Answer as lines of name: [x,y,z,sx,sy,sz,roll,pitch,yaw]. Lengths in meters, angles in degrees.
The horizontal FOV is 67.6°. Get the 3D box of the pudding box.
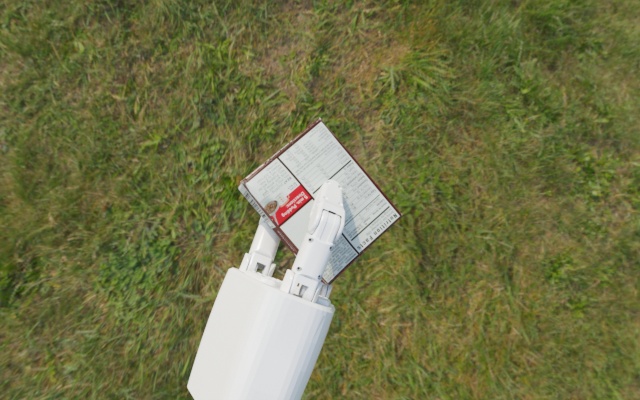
pudding box: [0.000,0.001,0.407,0.090,0.113,0.039,-41,6,-12]
